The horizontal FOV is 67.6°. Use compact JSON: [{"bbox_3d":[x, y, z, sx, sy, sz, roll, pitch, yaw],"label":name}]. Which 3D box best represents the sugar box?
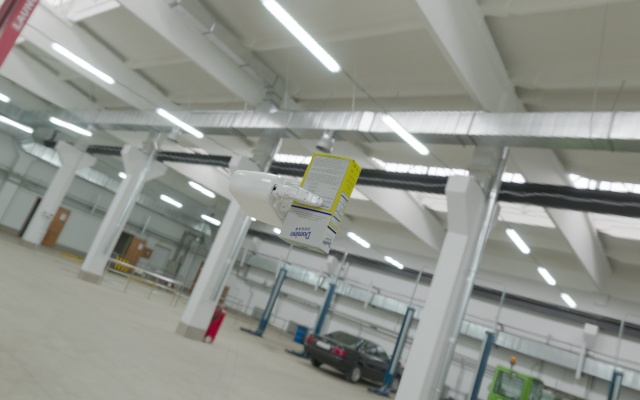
[{"bbox_3d":[0.000,0.003,0.869,0.093,0.176,0.048,13,-15,34],"label":"sugar box"}]
